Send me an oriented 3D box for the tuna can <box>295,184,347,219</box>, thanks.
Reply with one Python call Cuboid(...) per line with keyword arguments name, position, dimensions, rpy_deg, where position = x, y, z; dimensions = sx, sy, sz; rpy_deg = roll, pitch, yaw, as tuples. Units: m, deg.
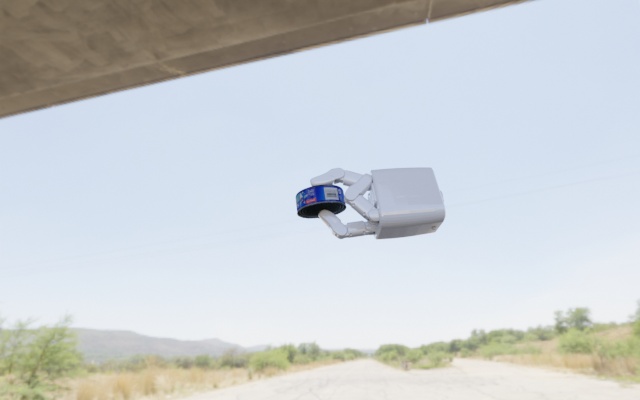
Cuboid(name="tuna can", position=(0.000, 0.002, 0.820), dimensions=(0.086, 0.033, 0.086), rpy_deg=(-7, -19, -3))
